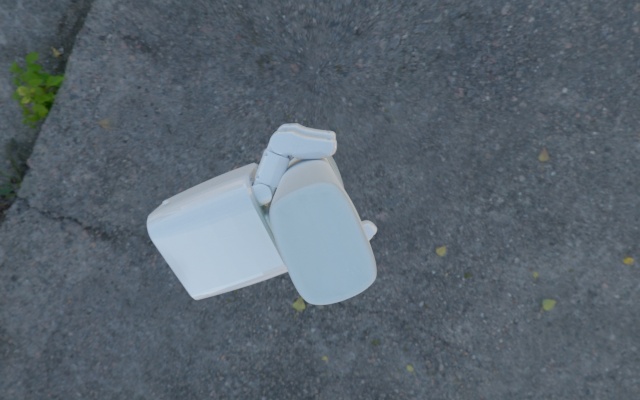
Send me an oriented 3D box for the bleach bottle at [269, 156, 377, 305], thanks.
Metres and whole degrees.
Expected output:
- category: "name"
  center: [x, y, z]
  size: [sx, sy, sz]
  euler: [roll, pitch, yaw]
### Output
- category: "bleach bottle"
  center: [0.000, 0.001, 0.483]
  size: [0.068, 0.102, 0.250]
  euler: [-21, 14, 5]
